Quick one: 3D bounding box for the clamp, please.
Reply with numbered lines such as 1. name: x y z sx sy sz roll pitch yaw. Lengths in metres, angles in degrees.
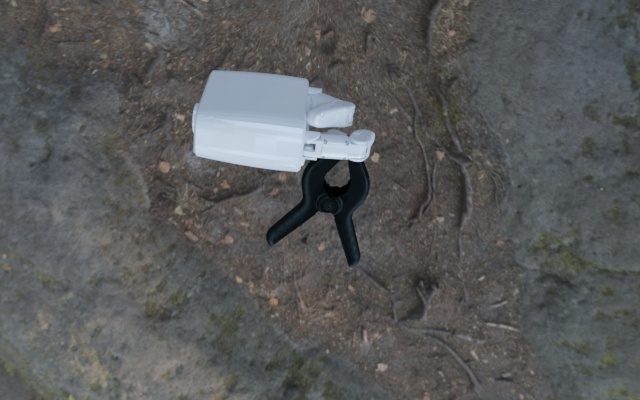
1. clamp: 0.000 0.002 0.567 0.120 0.171 0.039 6 26 -6
